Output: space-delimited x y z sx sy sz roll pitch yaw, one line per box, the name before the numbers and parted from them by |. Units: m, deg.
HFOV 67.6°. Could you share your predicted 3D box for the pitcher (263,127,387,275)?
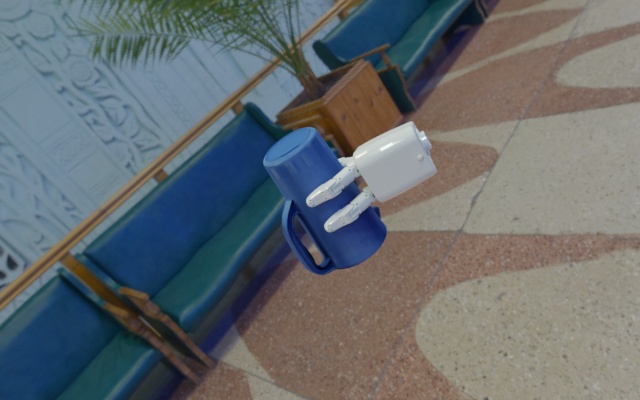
pitcher | 0.000 0.003 0.843 0.145 0.243 0.149 -26 25 18
